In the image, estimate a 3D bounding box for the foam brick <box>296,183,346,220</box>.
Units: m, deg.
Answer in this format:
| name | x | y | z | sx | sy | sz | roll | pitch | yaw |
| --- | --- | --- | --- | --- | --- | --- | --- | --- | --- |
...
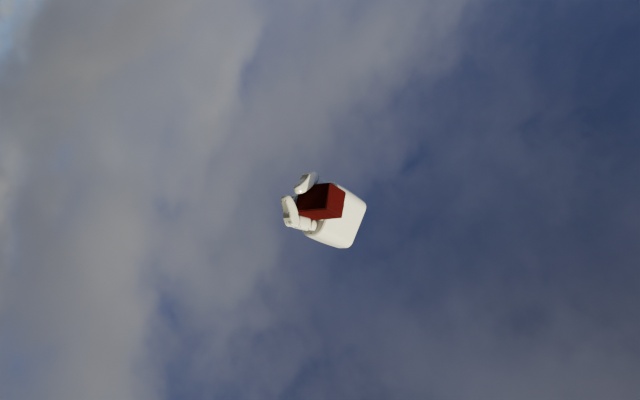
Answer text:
| name | x | y | z | sx | sy | sz | roll | pitch | yaw |
| --- | --- | --- | --- | --- | --- | --- | --- | --- | --- |
| foam brick | 0.000 | 0.003 | 0.888 | 0.078 | 0.053 | 0.051 | -6 | -24 | 41 |
